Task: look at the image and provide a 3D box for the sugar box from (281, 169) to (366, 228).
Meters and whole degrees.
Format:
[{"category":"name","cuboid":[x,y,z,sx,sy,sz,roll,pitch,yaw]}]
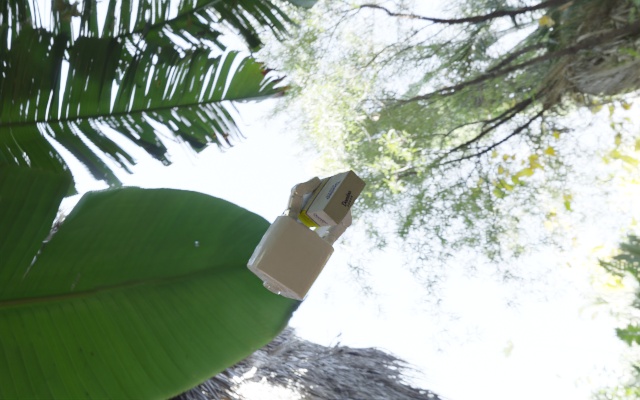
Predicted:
[{"category":"sugar box","cuboid":[0.000,0.003,0.858,0.048,0.093,0.176,43,-23,-20]}]
